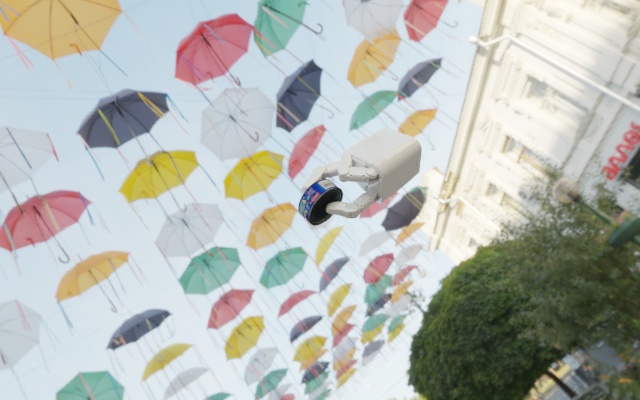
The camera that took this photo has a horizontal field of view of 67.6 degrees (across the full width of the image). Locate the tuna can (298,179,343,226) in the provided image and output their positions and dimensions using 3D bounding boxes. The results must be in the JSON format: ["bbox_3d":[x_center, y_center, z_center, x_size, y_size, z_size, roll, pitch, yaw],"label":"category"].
[{"bbox_3d":[0.000,0.003,0.883,0.033,0.086,0.086,40,22,28],"label":"tuna can"}]
